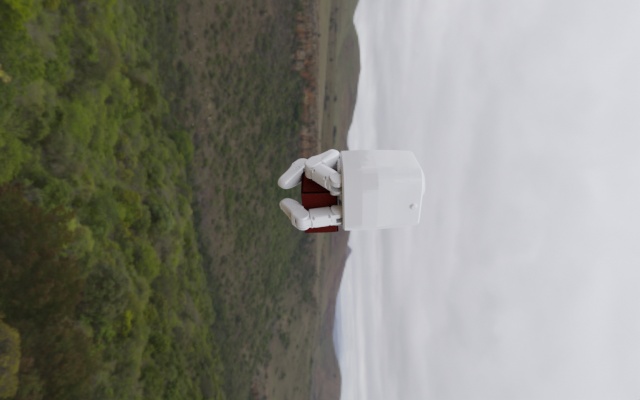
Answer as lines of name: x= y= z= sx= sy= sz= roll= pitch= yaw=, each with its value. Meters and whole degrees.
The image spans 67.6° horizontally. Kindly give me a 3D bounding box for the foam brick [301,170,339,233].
foam brick: x=0.000 y=0.002 z=0.692 sx=0.051 sy=0.078 sz=0.053 roll=-2 pitch=40 yaw=1
